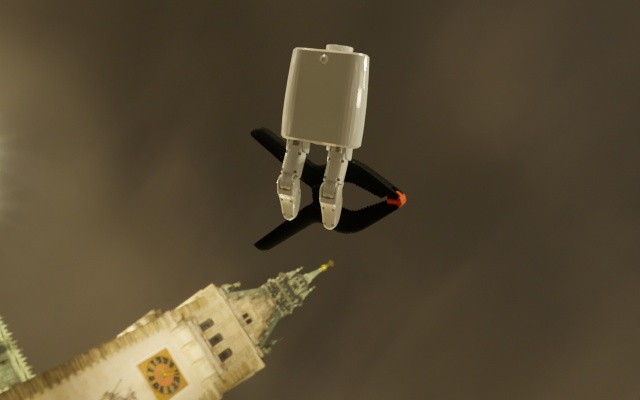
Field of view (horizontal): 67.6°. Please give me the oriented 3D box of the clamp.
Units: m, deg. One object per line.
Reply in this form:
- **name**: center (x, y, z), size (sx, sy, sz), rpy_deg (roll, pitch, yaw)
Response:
- **clamp**: center (0.001, 0.002, 0.607), size (0.210, 0.164, 0.036), rpy_deg (11, 16, 19)
